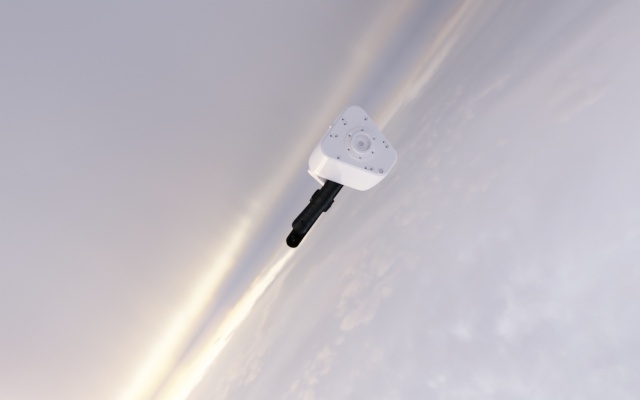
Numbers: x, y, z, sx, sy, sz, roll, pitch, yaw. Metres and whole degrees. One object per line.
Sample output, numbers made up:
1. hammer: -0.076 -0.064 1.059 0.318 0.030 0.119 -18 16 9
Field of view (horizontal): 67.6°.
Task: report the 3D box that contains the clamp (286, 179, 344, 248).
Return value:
1. clamp: 0.001 0.003 0.785 0.039 0.171 0.120 35 -11 -2
